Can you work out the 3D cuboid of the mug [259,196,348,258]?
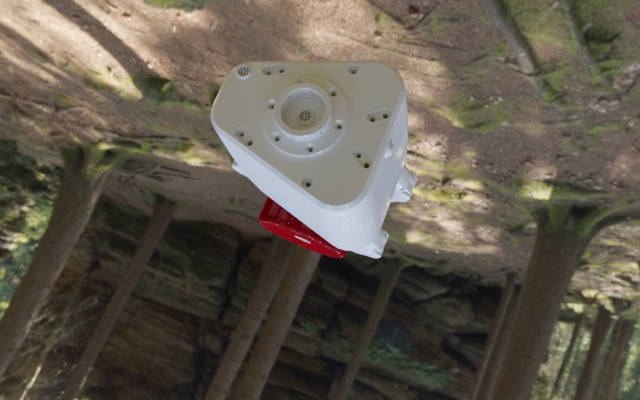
[{"bbox_3d":[0.000,0.002,0.426,0.093,0.081,0.117,20,-12,14],"label":"mug"}]
